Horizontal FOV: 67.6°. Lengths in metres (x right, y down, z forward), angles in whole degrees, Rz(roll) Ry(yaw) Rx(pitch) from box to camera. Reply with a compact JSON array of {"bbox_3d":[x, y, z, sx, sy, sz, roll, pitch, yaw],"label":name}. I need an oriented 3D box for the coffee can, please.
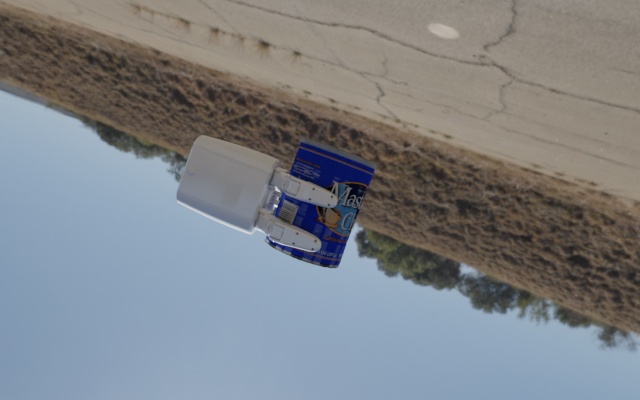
[{"bbox_3d":[0.000,0.002,0.612,0.103,0.140,0.103,20,4,-2],"label":"coffee can"}]
